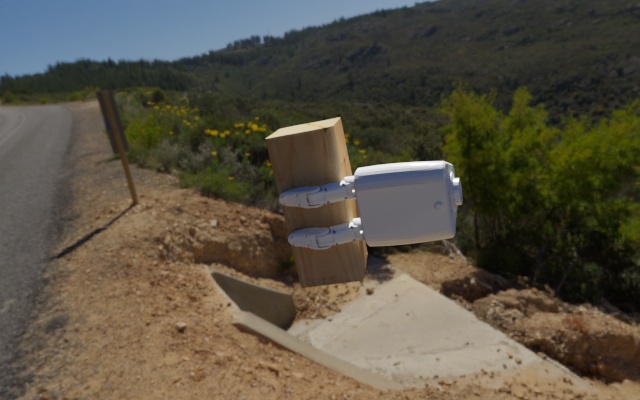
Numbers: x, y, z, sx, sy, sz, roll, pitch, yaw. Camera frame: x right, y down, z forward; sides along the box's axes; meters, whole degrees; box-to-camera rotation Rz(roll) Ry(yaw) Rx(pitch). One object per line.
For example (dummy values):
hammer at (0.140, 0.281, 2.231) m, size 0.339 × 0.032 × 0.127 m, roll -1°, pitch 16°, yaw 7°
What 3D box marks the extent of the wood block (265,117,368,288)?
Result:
wood block at (0.001, 0.002, 0.648) m, size 0.090 × 0.206 × 0.090 m, roll -9°, pitch 15°, yaw 11°
